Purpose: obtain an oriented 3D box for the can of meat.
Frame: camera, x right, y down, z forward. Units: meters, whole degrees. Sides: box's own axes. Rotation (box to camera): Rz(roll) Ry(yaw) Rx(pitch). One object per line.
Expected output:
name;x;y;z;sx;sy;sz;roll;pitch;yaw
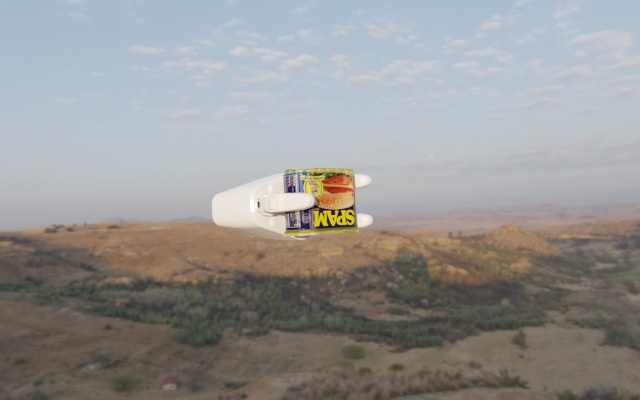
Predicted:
can of meat;0.000;0.002;0.621;0.102;0.084;0.057;-1;-4;-40
